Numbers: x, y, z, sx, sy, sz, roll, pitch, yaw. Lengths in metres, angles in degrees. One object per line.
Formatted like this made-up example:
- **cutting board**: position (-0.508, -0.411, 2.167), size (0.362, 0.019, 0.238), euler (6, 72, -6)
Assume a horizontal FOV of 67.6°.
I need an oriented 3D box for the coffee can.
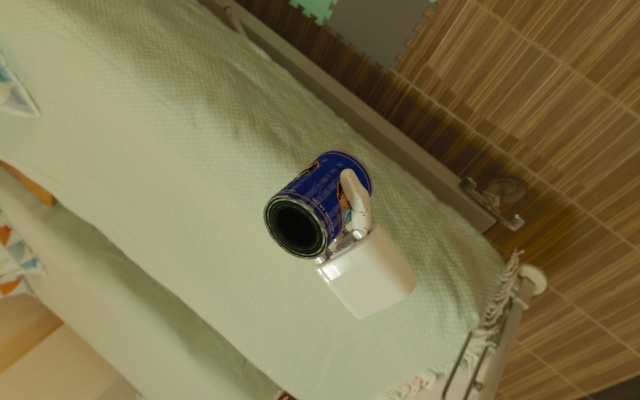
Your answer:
- **coffee can**: position (0.000, 0.002, 0.683), size (0.103, 0.103, 0.140), euler (0, 31, 36)
